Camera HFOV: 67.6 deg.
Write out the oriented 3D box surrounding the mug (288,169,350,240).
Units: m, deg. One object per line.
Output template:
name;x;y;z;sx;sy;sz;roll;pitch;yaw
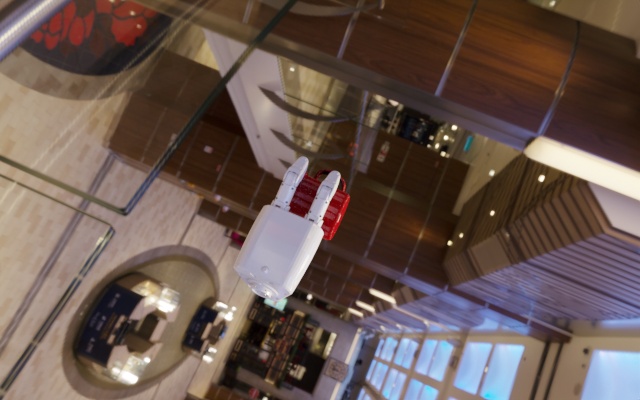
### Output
mug;0.001;0.001;0.772;0.081;0.117;0.093;24;-25;7
